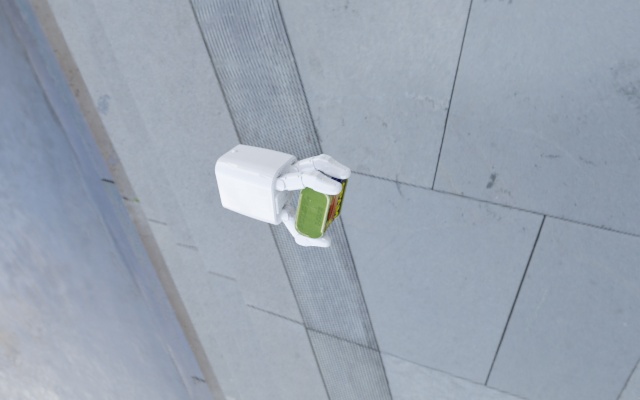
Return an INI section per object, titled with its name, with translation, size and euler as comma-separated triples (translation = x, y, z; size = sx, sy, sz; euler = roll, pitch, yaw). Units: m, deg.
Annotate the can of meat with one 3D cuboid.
[can of meat]
translation = 0.000, 0.003, 0.788
size = 0.057, 0.102, 0.084
euler = 19, 32, 13
